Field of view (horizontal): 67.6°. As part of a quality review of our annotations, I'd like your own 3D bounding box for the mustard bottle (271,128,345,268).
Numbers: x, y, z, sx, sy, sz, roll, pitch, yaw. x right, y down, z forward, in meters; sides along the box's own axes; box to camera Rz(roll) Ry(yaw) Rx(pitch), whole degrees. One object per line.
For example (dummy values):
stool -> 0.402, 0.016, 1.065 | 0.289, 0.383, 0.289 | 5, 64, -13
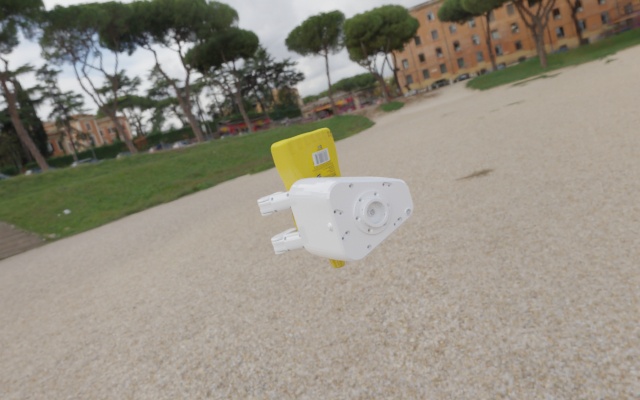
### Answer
mustard bottle -> 0.000, 0.002, 0.660 | 0.058, 0.191, 0.096 | -9, 12, 41
